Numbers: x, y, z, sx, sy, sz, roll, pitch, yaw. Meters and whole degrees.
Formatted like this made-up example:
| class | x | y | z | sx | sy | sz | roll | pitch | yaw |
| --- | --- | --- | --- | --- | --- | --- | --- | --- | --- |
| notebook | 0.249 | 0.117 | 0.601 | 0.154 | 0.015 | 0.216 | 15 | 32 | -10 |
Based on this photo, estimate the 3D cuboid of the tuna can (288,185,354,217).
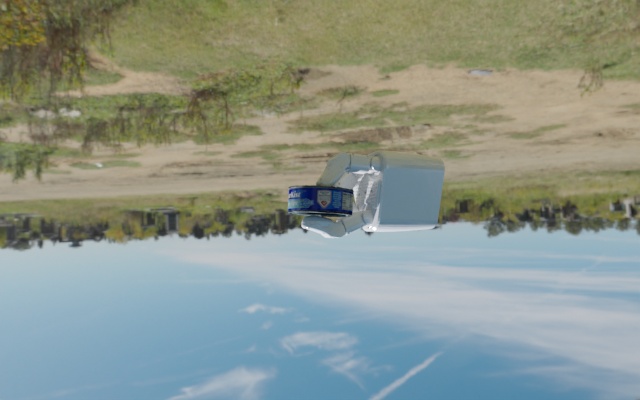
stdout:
| class | x | y | z | sx | sy | sz | roll | pitch | yaw |
| --- | --- | --- | --- | --- | --- | --- | --- | --- | --- |
| tuna can | 0.000 | 0.003 | 0.620 | 0.086 | 0.033 | 0.086 | 3 | -5 | 0 |
